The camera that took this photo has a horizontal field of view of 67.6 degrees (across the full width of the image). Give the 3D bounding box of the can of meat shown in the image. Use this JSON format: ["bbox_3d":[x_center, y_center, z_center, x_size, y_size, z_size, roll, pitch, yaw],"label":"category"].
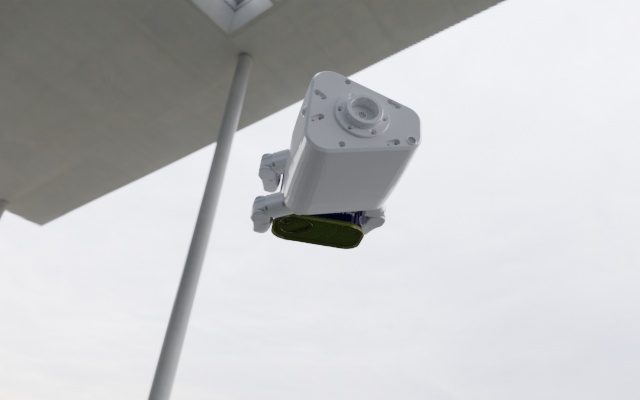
[{"bbox_3d":[0.000,0.002,0.549,0.102,0.084,0.057,9,-30,-5],"label":"can of meat"}]
